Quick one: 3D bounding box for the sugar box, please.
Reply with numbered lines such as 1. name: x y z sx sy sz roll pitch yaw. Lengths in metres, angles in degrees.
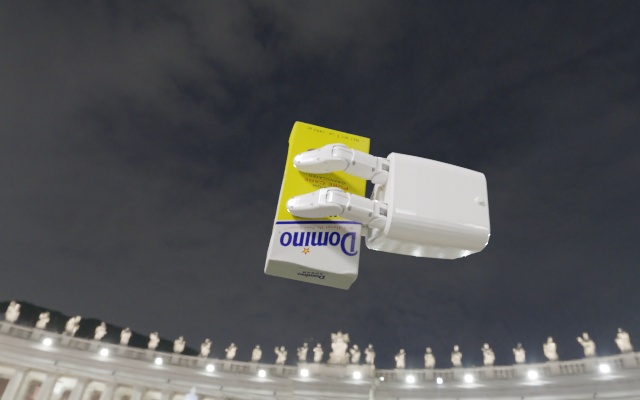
1. sugar box: 0.000 0.001 0.525 0.093 0.176 0.048 11 -33 -7
